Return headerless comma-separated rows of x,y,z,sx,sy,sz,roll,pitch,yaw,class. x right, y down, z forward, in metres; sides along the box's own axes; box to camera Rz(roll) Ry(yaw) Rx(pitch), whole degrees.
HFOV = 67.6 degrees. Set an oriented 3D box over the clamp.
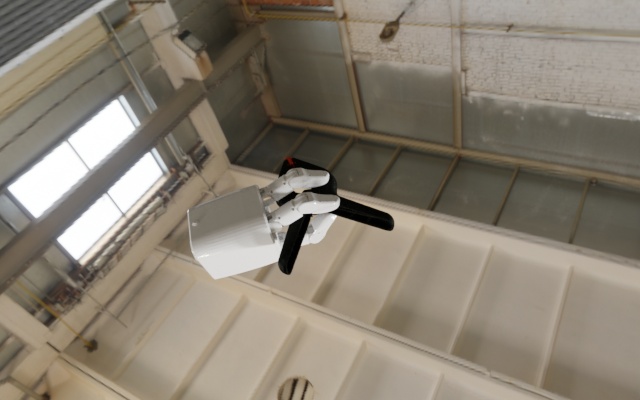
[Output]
0.000,0.003,0.688,0.164,0.036,0.209,-17,44,-5,clamp
